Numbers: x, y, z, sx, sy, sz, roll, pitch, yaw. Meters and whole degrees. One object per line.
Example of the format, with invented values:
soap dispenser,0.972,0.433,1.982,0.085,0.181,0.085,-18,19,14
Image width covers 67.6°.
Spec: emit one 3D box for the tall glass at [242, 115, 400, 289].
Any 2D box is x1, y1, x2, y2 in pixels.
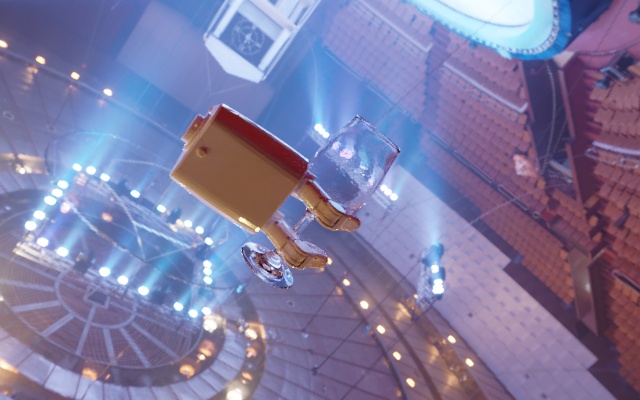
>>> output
tall glass,0.000,0.002,0.532,0.079,0.201,0.079,37,14,-11
